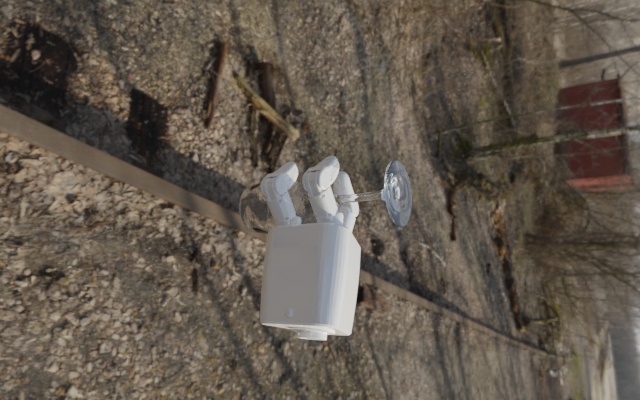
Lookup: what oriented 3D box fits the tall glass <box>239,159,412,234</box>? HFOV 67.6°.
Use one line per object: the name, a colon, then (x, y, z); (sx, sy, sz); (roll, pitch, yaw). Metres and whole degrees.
tall glass: (0.001, 0.002, 0.567); (0.201, 0.079, 0.079); (-6, -3, 30)
